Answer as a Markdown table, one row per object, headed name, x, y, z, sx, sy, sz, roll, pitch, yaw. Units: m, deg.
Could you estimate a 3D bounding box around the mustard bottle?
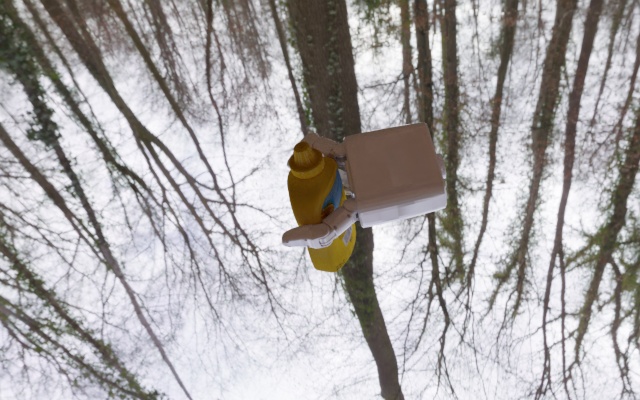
| name | x | y | z | sx | sy | sz | roll | pitch | yaw |
| --- | --- | --- | --- | --- | --- | --- | --- | --- | --- |
| mustard bottle | 0.000 | 0.002 | 0.605 | 0.058 | 0.096 | 0.192 | 7 | -39 | 22 |
